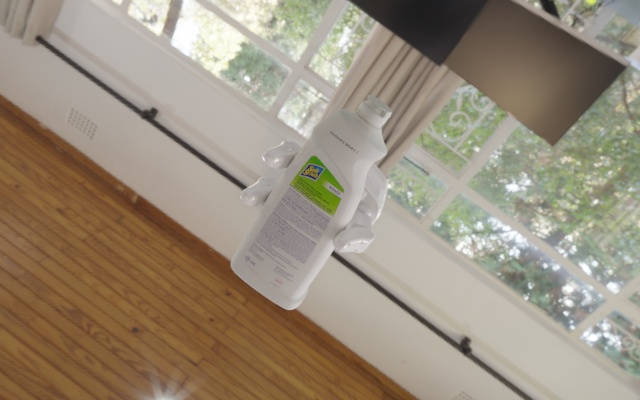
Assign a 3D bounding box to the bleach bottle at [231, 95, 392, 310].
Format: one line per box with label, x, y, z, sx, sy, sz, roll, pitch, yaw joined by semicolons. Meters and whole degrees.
bleach bottle;0.000;0.002;0.524;0.102;0.251;0.068;35;25;-1
